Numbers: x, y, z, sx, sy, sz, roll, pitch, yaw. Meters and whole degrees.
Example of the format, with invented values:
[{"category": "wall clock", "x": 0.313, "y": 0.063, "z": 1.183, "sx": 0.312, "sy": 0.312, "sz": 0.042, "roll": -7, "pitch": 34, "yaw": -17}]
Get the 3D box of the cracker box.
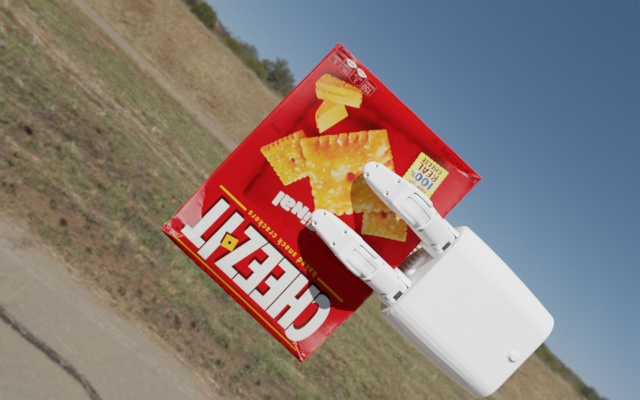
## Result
[{"category": "cracker box", "x": 0.000, "y": 0.001, "z": 0.412, "sx": 0.164, "sy": 0.213, "sz": 0.072, "roll": 44, "pitch": 0, "yaw": -2}]
